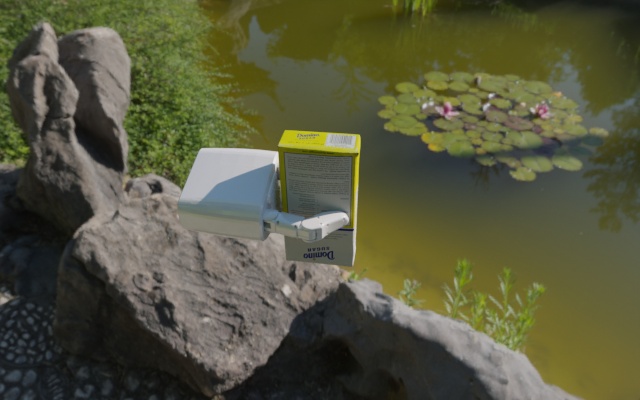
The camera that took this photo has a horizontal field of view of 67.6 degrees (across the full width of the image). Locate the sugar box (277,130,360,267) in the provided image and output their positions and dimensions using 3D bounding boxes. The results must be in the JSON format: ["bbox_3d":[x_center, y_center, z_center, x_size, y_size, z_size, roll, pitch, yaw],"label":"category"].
[{"bbox_3d":[0.000,0.002,0.595,0.093,0.176,0.048,5,39,7],"label":"sugar box"}]
